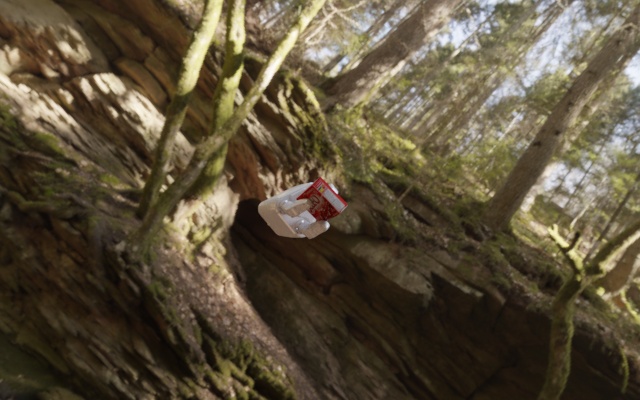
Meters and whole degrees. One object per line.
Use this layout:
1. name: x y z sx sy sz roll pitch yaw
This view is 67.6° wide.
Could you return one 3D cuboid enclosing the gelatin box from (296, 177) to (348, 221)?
1. gelatin box: 0.001 0.003 0.895 0.030 0.073 0.089 -46 5 -28
